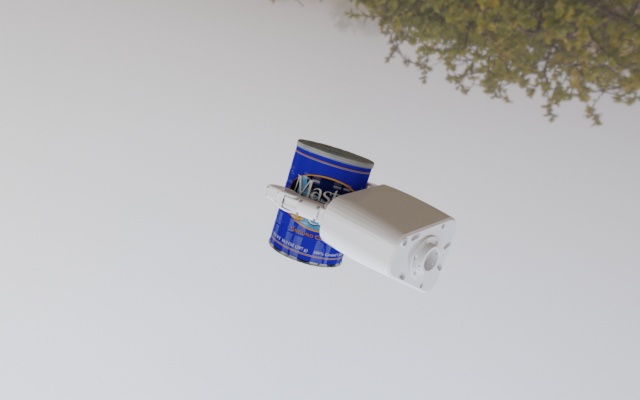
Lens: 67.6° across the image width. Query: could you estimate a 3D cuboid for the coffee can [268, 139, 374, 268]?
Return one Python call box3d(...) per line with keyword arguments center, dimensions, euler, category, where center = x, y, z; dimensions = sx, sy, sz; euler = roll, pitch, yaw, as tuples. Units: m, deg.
box3d(center=(0.000, 0.002, 0.623), dimensions=(0.103, 0.140, 0.102), euler=(17, 11, -3), category="coffee can")
